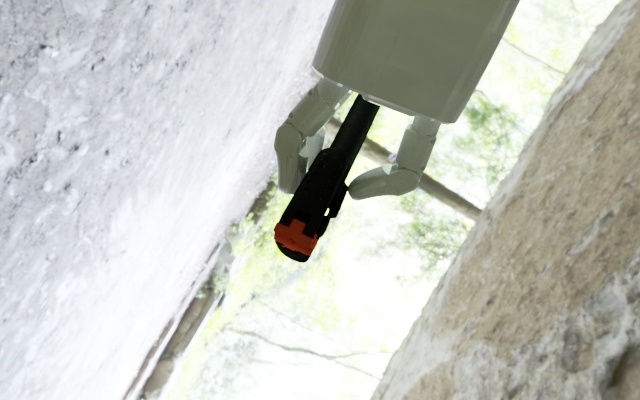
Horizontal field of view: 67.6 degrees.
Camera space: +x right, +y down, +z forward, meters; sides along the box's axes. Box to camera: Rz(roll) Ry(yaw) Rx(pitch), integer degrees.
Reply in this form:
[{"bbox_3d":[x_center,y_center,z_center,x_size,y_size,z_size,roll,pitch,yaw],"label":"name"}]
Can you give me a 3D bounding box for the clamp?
[{"bbox_3d":[0.001,0.002,0.407,0.036,0.165,0.210,23,28,4],"label":"clamp"}]
